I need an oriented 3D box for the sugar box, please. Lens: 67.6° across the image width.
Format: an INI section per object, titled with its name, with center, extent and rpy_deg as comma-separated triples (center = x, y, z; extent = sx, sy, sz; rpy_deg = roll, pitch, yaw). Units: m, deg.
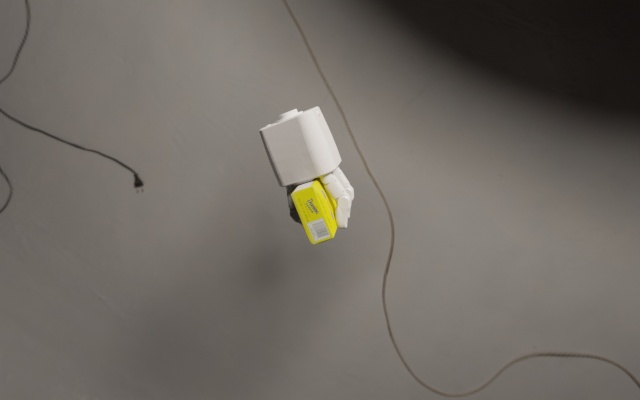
[sugar box]
center = 0.001, 0.002, 0.835
extent = 0.048, 0.093, 0.176
rpy_deg = -18, 12, 15
